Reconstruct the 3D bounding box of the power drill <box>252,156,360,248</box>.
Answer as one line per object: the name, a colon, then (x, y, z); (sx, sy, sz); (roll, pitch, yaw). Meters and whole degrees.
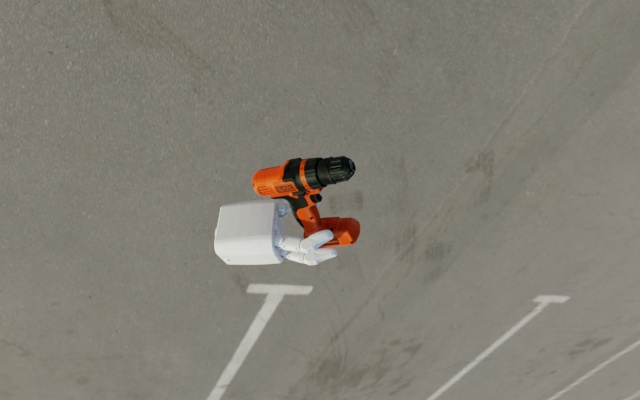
power drill: (0.000, 0.003, 0.818); (0.184, 0.057, 0.188); (-6, -45, 29)
